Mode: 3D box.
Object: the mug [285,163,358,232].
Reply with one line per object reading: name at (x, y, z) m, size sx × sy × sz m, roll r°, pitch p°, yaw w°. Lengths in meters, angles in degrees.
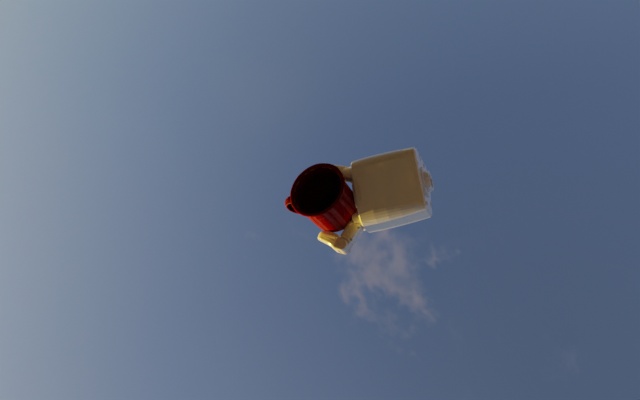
mug at (-0.001, 0.003, 0.769) m, size 0.117 × 0.093 × 0.081 m, roll -13°, pitch -31°, yaw 22°
